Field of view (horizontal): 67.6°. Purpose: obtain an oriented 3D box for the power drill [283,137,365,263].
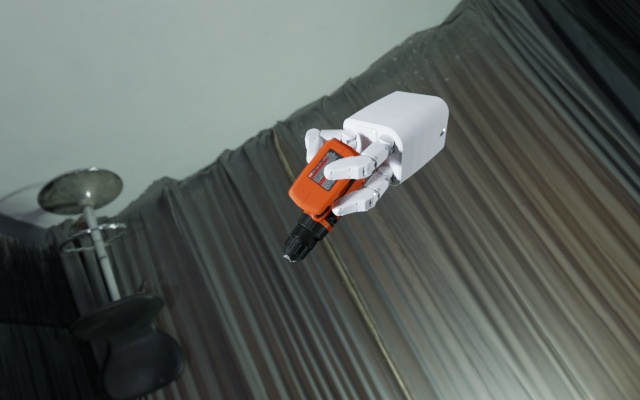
[{"bbox_3d":[0.000,0.002,0.694,0.057,0.184,0.188,34,-11,9],"label":"power drill"}]
